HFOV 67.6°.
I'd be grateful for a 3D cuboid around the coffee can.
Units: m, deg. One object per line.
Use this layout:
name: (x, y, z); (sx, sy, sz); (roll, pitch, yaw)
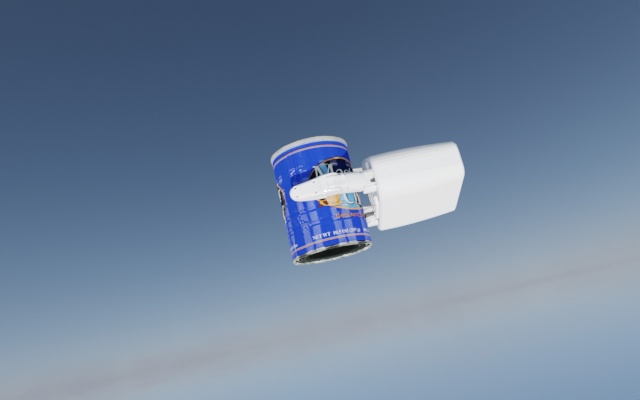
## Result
coffee can: (0.000, 0.002, 0.614); (0.103, 0.140, 0.103); (-12, -15, -3)
